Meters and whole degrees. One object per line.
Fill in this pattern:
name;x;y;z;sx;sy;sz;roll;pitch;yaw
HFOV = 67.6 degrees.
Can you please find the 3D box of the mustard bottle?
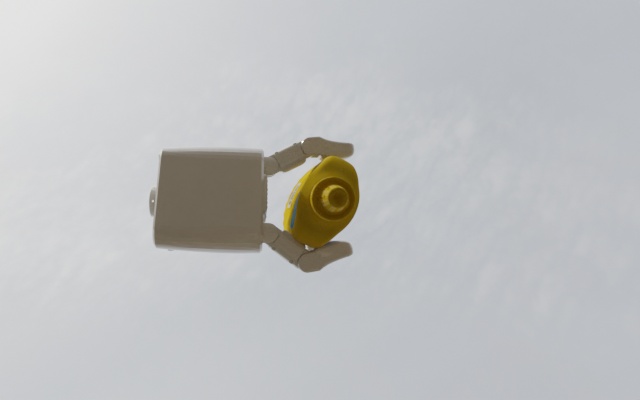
mustard bottle;0.000;0.002;0.506;0.058;0.096;0.191;27;-6;-6
